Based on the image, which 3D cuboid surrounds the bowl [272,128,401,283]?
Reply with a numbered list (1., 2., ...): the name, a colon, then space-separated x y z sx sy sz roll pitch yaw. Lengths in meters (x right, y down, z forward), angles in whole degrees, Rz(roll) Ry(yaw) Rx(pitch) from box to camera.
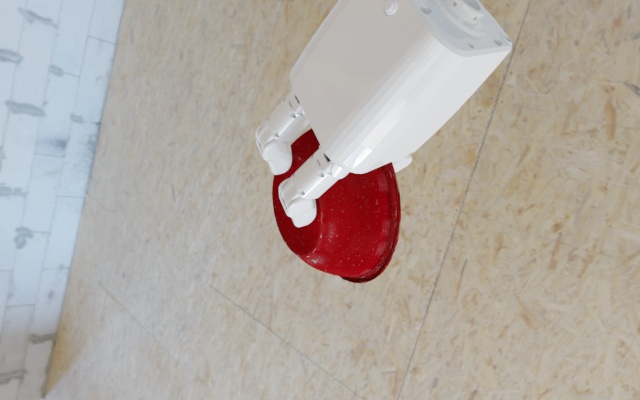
1. bowl: -0.001 0.002 0.437 0.055 0.162 0.162 -9 5 -31
